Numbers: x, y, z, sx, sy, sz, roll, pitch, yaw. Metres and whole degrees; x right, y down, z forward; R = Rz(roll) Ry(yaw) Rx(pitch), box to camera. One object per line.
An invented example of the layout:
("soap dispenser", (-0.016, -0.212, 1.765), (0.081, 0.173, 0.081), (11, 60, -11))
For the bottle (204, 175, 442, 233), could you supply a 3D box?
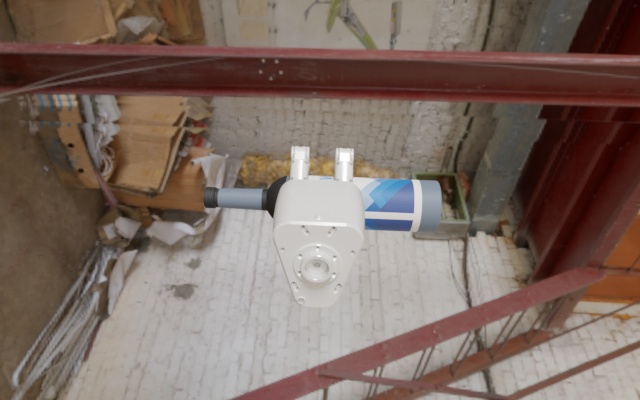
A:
("bottle", (0.000, 0.002, 0.611), (0.296, 0.069, 0.069), (2, 0, 0))
